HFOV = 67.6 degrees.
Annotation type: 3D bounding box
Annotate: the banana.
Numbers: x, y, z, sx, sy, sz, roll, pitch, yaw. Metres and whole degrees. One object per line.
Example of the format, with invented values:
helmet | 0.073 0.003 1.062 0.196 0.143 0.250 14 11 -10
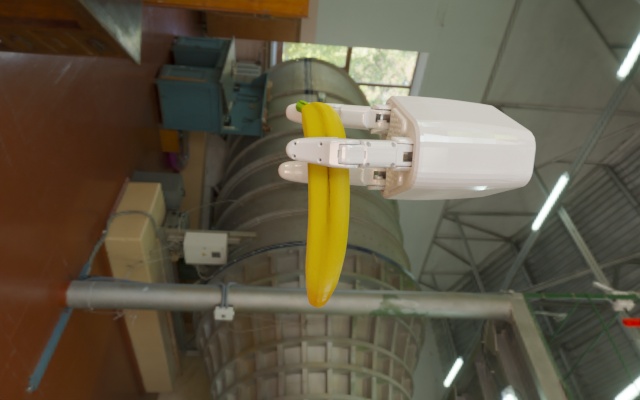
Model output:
banana | 0.004 -0.005 0.423 0.037 0.197 0.069 0 -10 -12
